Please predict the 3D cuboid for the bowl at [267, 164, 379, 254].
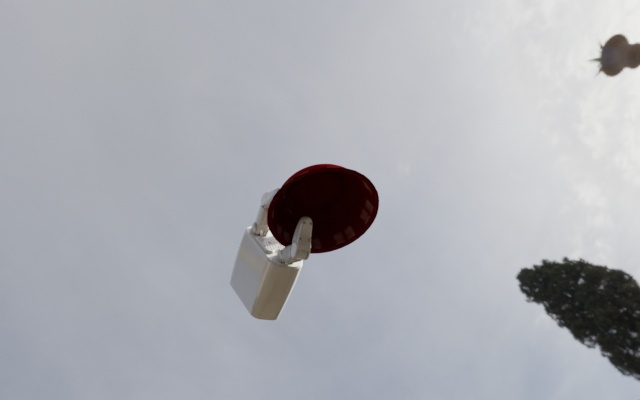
[{"bbox_3d":[0.001,0.001,0.692,0.162,0.162,0.055,0,40,-15],"label":"bowl"}]
